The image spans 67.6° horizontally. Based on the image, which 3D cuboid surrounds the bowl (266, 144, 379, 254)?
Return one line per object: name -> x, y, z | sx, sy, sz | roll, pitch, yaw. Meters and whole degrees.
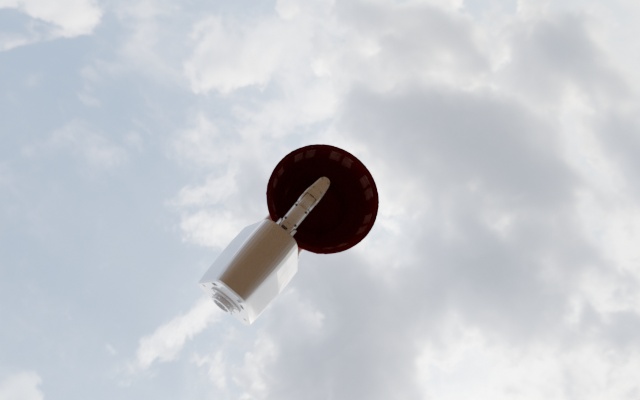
bowl -> 0.001, 0.002, 0.693 | 0.162, 0.162, 0.055 | 0, -16, -11
